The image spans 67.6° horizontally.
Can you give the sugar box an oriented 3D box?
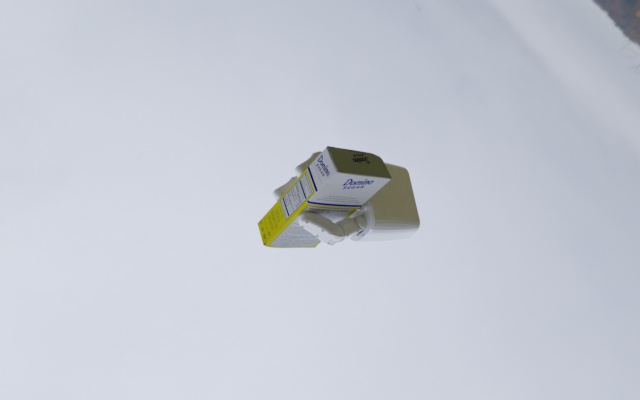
[{"bbox_3d":[0.000,0.002,0.625,0.093,0.048,0.176,5,-39,-40],"label":"sugar box"}]
